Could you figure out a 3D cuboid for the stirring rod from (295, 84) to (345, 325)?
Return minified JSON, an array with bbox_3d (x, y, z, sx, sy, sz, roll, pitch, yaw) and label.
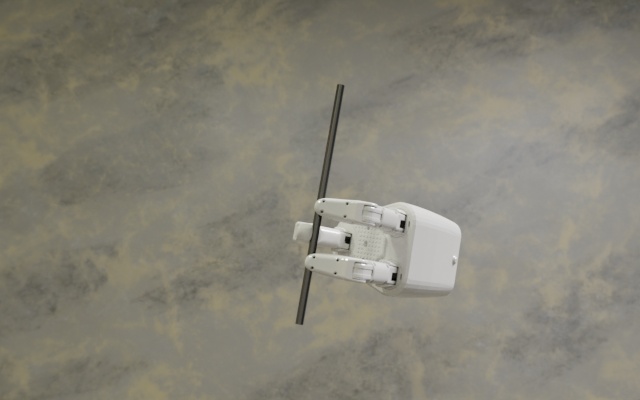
[{"bbox_3d":[0.000,0.002,0.473,0.011,0.239,0.011,10,-5,1],"label":"stirring rod"}]
